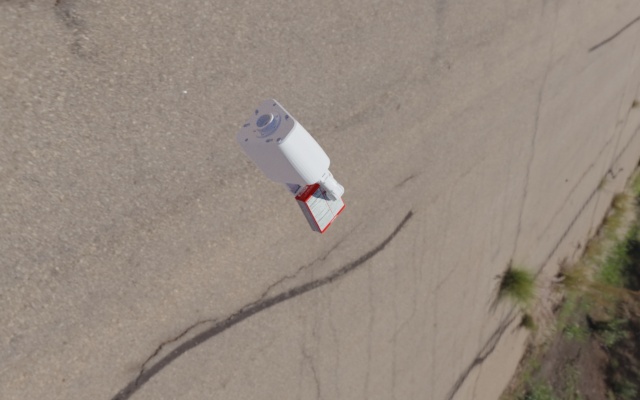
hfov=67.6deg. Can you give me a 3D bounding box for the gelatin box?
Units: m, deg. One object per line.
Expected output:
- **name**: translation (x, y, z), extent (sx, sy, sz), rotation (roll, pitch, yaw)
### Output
- **gelatin box**: translation (0.001, 0.003, 0.850), extent (0.030, 0.073, 0.089), rotation (17, -33, 41)
